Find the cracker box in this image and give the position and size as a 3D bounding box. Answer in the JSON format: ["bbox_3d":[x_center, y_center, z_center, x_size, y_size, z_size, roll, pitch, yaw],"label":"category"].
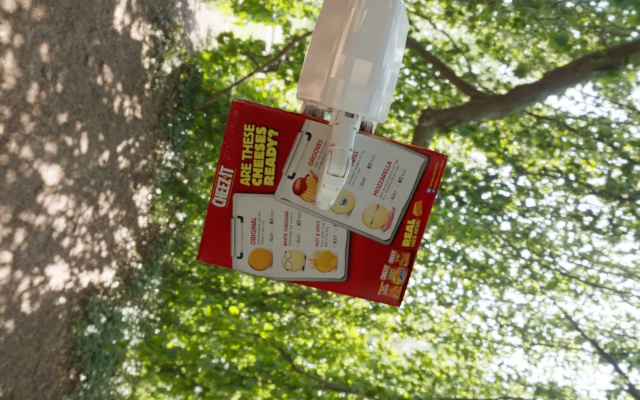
[{"bbox_3d":[0.000,0.002,0.492,0.214,0.164,0.072,14,10,-6],"label":"cracker box"}]
